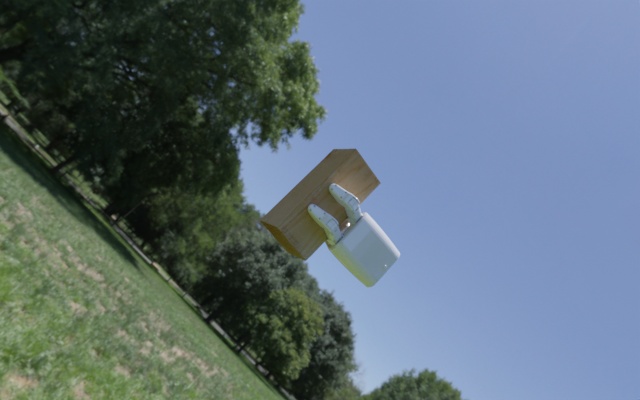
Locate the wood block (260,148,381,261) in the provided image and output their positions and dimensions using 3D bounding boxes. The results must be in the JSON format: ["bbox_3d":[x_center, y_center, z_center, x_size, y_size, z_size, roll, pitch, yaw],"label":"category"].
[{"bbox_3d":[0.000,0.003,0.895,0.206,0.090,0.091,-45,21,-16],"label":"wood block"}]
